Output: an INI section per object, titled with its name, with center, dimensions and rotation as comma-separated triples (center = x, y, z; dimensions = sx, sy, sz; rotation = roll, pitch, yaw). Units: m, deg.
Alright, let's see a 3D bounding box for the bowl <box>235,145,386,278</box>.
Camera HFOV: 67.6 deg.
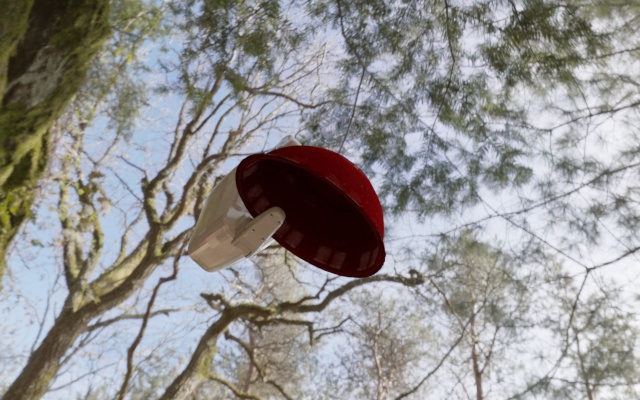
[bowl]
center = 0.001, 0.001, 0.452
dimensions = 0.162, 0.162, 0.055
rotation = 0, 44, 47
